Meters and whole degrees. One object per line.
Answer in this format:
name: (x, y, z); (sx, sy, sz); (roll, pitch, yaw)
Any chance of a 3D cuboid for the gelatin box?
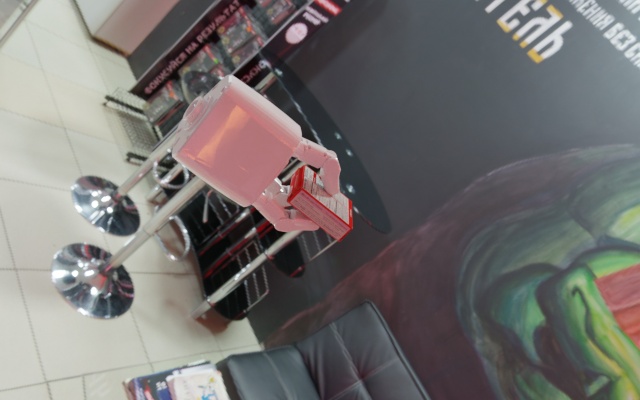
gelatin box: (0.001, 0.002, 0.617); (0.089, 0.030, 0.073); (37, 23, -16)
